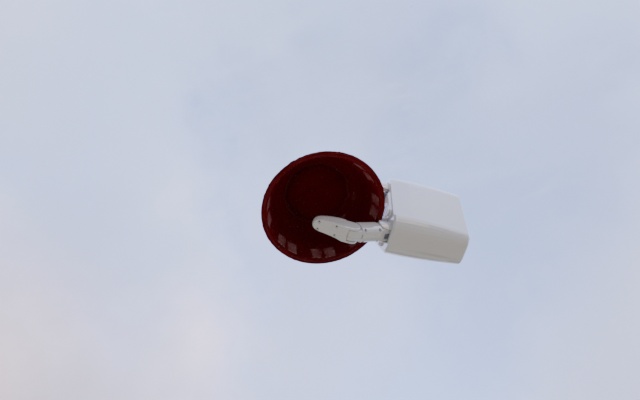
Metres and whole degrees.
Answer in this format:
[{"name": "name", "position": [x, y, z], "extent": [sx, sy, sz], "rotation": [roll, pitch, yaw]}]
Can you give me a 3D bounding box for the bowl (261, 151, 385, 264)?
[{"name": "bowl", "position": [-0.001, 0.001, 0.629], "extent": [0.162, 0.162, 0.055], "rotation": [0, 27, -13]}]
